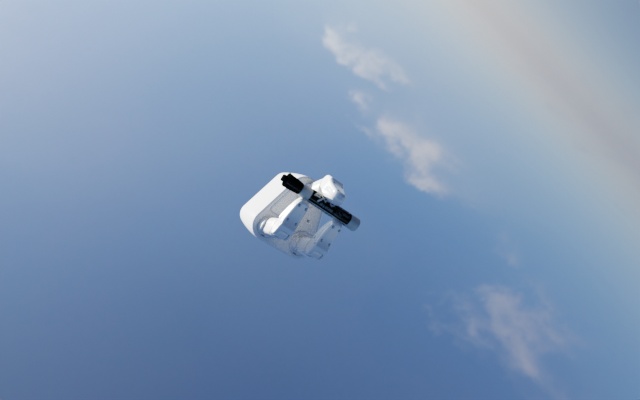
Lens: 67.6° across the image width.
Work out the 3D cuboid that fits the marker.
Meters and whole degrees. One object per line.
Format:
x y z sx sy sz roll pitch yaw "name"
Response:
0.000 0.002 0.605 0.121 0.020 0.020 33 -14 -22 "marker"
